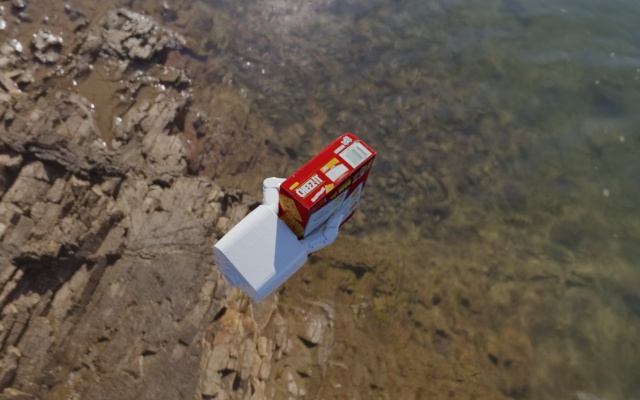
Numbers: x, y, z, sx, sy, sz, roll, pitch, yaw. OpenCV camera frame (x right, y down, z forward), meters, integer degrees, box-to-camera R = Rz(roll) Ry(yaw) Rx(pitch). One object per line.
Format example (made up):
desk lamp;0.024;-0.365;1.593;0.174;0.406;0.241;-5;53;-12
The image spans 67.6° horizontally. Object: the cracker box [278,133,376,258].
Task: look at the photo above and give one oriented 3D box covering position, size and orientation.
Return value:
cracker box;0.000;0.003;0.837;0.164;0.072;0.214;-40;-18;-27
